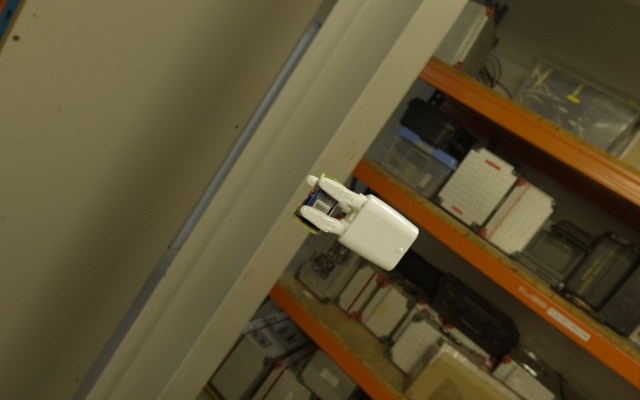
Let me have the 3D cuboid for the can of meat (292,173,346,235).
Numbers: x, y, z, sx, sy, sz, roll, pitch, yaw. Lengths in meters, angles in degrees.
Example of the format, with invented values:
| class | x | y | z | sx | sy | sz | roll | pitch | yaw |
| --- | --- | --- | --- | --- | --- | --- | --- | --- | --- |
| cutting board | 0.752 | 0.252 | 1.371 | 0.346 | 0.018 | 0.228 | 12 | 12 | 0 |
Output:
| class | x | y | z | sx | sy | sz | roll | pitch | yaw |
| --- | --- | --- | --- | --- | --- | --- | --- | --- | --- |
| can of meat | 0.000 | 0.002 | 0.833 | 0.057 | 0.084 | 0.102 | 35 | 11 | -2 |
